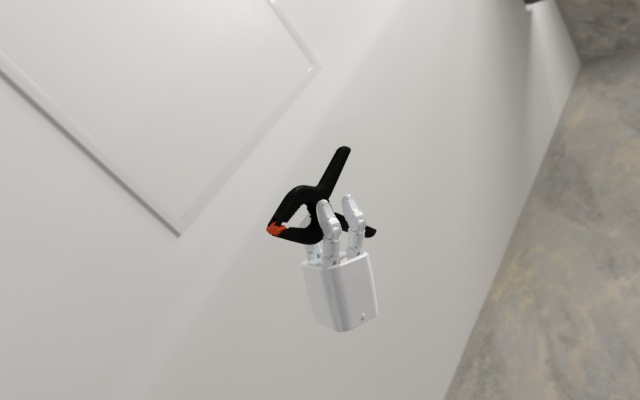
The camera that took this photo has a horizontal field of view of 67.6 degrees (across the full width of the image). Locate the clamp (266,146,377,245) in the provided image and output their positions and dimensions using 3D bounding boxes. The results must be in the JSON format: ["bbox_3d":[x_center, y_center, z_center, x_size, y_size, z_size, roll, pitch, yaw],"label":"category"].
[{"bbox_3d":[-0.001,0.003,0.767,0.210,0.164,0.036,-15,2,-40],"label":"clamp"}]
